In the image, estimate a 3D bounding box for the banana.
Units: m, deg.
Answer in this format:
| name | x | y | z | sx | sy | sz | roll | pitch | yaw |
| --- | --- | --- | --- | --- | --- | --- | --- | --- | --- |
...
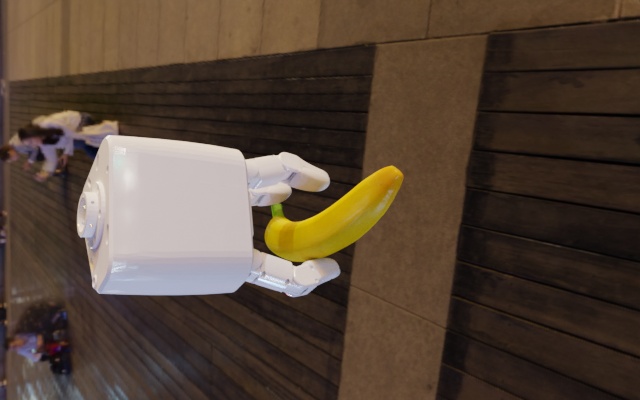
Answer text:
| name | x | y | z | sx | sy | sz | roll | pitch | yaw |
| --- | --- | --- | --- | --- | --- | --- | --- | --- | --- |
| banana | -0.003 | 0.020 | 0.436 | 0.037 | 0.069 | 0.198 | 12 | -16 | -35 |
